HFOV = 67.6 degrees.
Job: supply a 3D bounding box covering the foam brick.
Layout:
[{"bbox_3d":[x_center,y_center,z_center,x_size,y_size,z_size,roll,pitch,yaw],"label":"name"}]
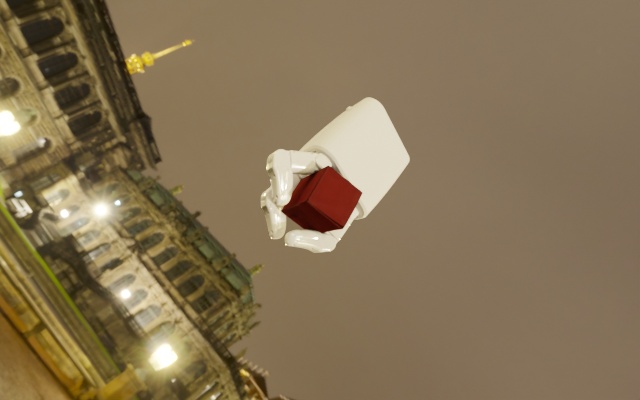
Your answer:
[{"bbox_3d":[0.000,0.002,0.545,0.053,0.051,0.078,39,-23,-16],"label":"foam brick"}]
